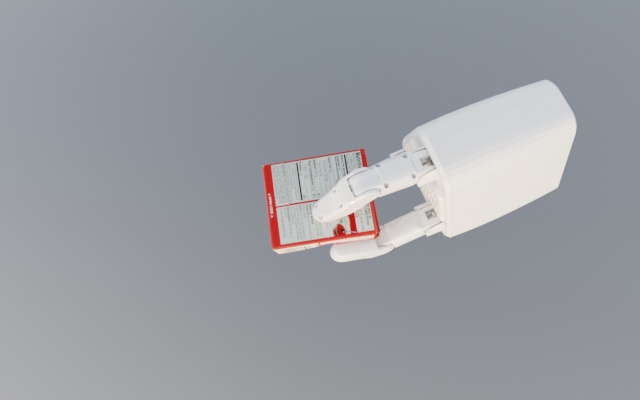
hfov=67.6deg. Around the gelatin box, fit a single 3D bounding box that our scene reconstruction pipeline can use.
[{"bbox_3d":[0.000,0.001,0.400,0.089,0.073,0.030,-9,-14,2],"label":"gelatin box"}]
